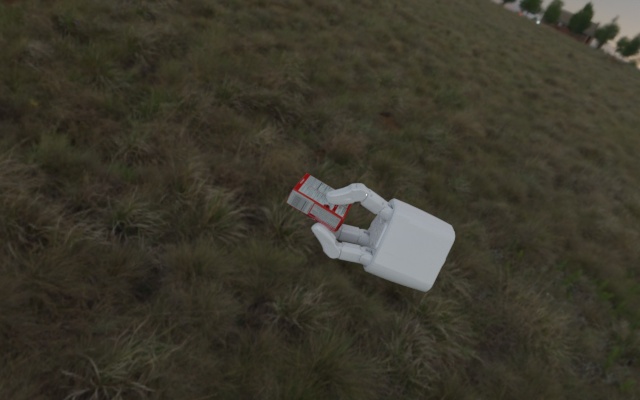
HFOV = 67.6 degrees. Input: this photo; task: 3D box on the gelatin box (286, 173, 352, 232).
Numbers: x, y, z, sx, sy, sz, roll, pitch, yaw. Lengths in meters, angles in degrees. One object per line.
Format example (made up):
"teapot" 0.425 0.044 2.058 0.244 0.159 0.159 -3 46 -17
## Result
"gelatin box" 0.000 0.002 0.727 0.089 0.030 0.073 31 27 1
